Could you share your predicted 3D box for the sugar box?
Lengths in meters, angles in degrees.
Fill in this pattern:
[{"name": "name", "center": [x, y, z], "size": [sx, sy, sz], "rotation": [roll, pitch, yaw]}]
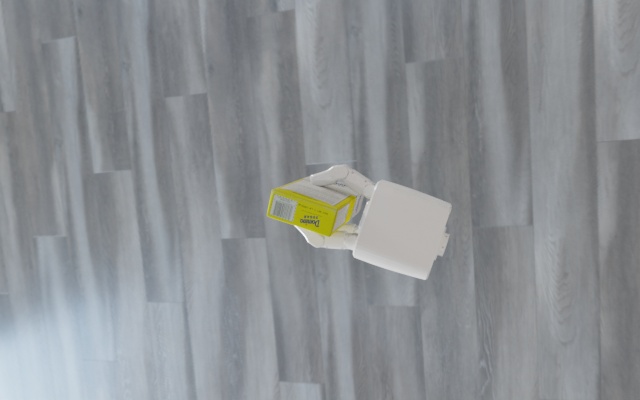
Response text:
[{"name": "sugar box", "center": [0.000, 0.003, 0.692], "size": [0.093, 0.048, 0.176], "rotation": [19, 12, 14]}]
